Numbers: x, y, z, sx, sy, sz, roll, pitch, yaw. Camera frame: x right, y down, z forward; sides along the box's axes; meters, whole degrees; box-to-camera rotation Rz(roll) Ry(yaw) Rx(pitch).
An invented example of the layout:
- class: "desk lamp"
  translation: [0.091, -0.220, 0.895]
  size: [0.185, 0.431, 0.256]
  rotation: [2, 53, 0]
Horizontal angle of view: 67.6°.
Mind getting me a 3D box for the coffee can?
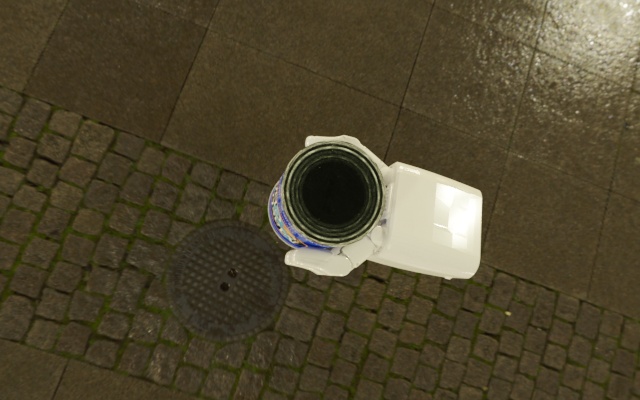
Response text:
- class: "coffee can"
  translation: [0.000, 0.002, 0.518]
  size: [0.103, 0.103, 0.140]
  rotation: [0, -8, -11]
